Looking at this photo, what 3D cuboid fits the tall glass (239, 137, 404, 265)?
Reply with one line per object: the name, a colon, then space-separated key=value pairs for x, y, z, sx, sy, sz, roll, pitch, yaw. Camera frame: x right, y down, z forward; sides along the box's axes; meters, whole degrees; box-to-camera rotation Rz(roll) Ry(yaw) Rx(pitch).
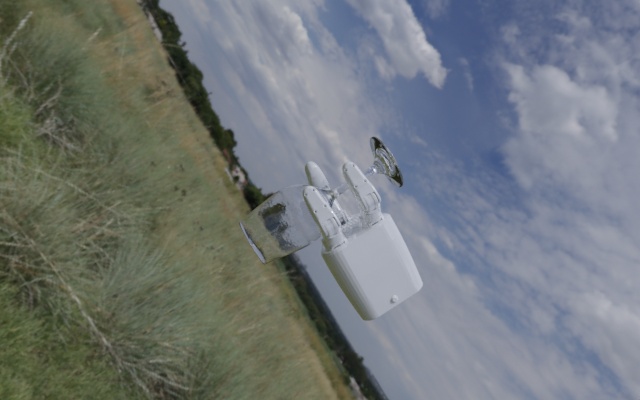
tall glass: x=0.001 y=0.001 z=0.597 sx=0.201 sy=0.079 sz=0.079 roll=-31 pitch=4 yaw=-7
